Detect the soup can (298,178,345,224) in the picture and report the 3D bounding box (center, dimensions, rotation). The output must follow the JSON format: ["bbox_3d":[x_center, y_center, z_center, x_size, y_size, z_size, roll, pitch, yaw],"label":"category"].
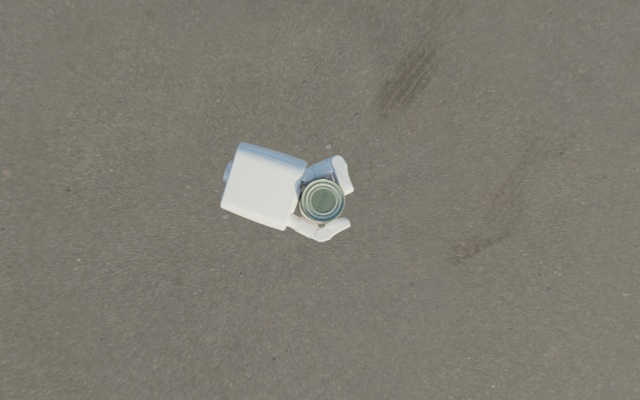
[{"bbox_3d":[0.001,0.003,0.740,0.068,0.068,0.102,0,-3,-4],"label":"soup can"}]
